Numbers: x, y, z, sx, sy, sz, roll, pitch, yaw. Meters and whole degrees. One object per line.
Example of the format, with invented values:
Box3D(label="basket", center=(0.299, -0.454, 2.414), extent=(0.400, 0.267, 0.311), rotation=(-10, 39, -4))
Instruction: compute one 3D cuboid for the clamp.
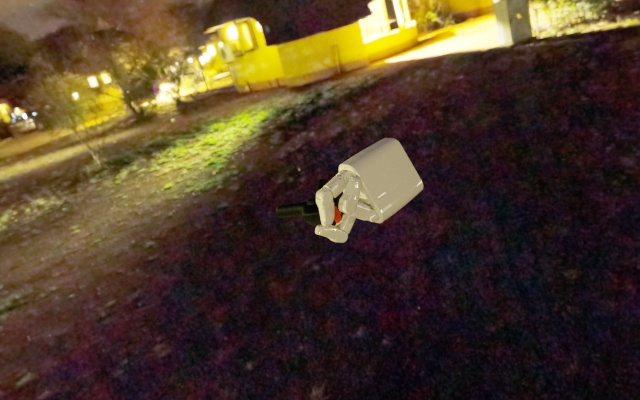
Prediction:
Box3D(label="clamp", center=(0.000, 0.002, 0.869), extent=(0.120, 0.039, 0.171), rotation=(-43, 28, -20))
